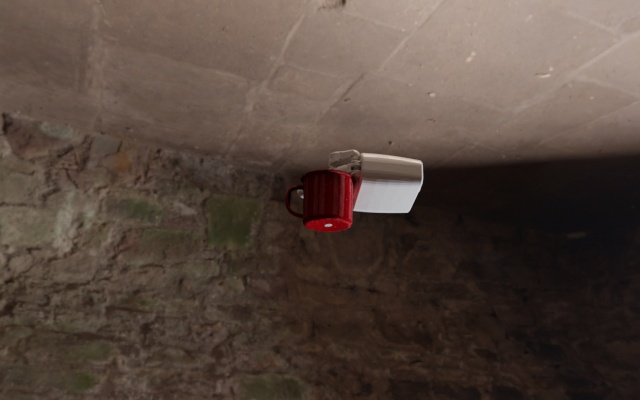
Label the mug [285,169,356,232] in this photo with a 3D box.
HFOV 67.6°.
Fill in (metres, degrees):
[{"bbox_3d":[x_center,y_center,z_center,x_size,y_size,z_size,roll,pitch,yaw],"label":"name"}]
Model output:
[{"bbox_3d":[-0.001,0.003,0.789,0.117,0.081,0.093,3,-19,-3],"label":"mug"}]
